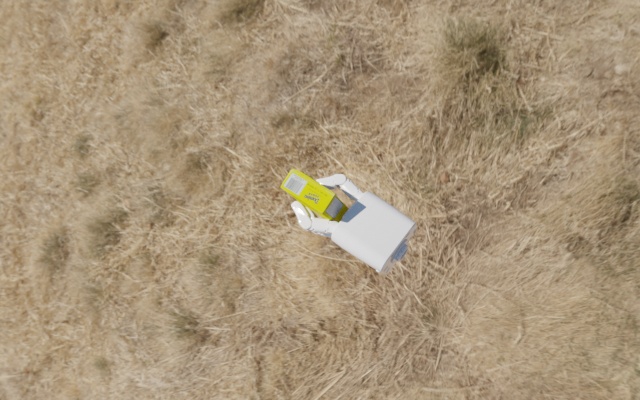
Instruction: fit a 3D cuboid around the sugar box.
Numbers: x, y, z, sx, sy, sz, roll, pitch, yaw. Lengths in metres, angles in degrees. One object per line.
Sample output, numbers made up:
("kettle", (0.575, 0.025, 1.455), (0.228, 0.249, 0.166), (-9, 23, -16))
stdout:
("sugar box", (0.000, 0.003, 0.872), (0.093, 0.048, 0.176), (33, -5, 20))
